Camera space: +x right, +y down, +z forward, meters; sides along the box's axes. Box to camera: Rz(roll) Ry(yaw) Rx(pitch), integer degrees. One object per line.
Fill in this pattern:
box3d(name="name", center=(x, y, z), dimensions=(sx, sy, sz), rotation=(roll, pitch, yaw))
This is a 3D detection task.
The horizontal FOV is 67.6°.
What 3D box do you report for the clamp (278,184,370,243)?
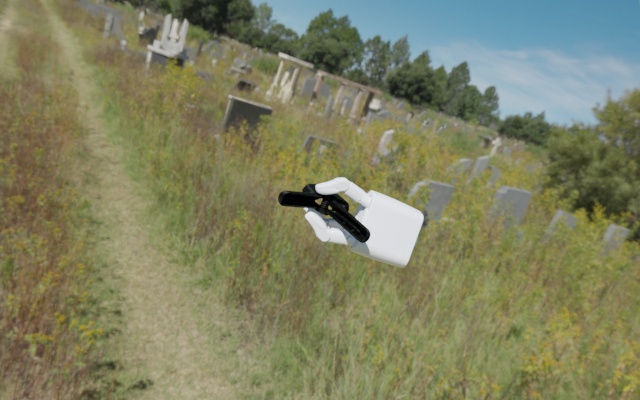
box3d(name="clamp", center=(0.001, 0.002, 0.864), dimensions=(0.164, 0.036, 0.210), rotation=(25, 13, -11))
